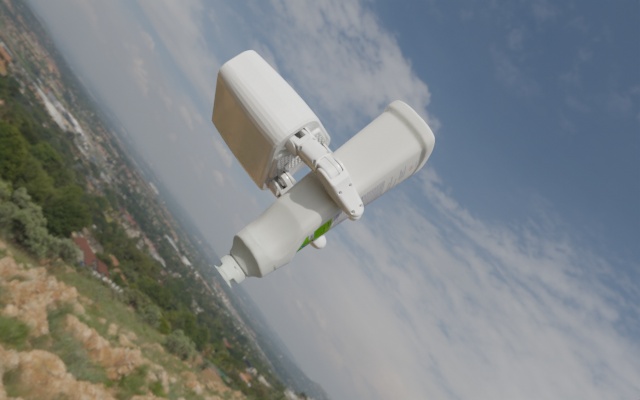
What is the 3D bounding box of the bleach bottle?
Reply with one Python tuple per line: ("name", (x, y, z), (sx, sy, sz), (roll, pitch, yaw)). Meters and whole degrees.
("bleach bottle", (0.000, 0.002, 0.499), (0.251, 0.068, 0.103), (-36, -16, -13))
